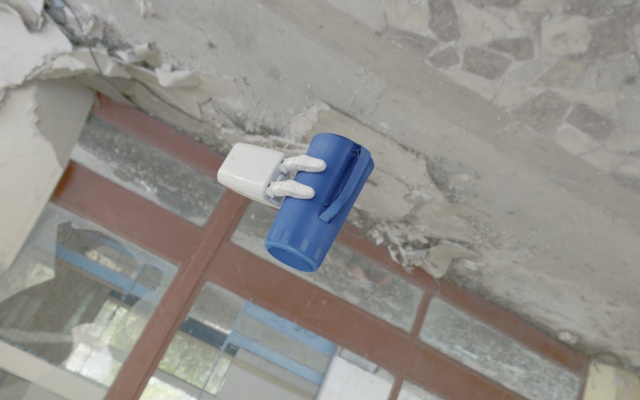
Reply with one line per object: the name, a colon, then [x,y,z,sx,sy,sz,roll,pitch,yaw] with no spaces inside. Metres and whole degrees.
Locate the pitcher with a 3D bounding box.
pitcher: [0.000,0.003,0.878,0.145,0.242,0.149,18,-23,21]
